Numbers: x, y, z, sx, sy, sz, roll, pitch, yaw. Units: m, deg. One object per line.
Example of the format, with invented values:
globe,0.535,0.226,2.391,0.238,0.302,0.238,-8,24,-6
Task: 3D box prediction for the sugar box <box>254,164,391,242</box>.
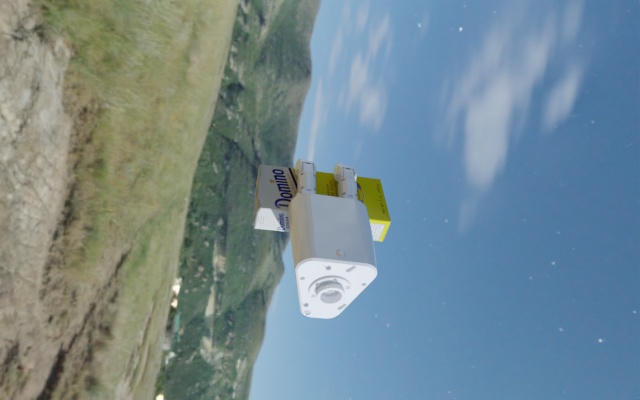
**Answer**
sugar box,0.000,0.002,0.651,0.176,0.048,0.093,8,40,-13
